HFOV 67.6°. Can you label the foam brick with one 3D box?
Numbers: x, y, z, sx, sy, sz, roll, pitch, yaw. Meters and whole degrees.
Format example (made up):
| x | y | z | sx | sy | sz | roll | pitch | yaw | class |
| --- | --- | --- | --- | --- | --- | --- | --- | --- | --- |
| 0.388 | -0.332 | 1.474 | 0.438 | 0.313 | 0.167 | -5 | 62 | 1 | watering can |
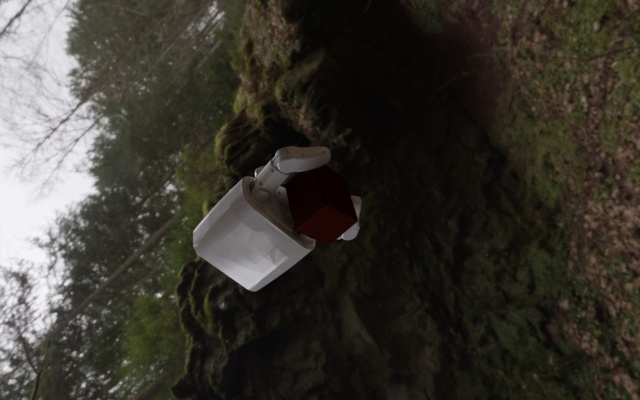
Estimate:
| x | y | z | sx | sy | sz | roll | pitch | yaw | class |
| --- | --- | --- | --- | --- | --- | --- | --- | --- | --- |
| 0.000 | 0.002 | 0.541 | 0.053 | 0.078 | 0.051 | 31 | -61 | -35 | foam brick |
